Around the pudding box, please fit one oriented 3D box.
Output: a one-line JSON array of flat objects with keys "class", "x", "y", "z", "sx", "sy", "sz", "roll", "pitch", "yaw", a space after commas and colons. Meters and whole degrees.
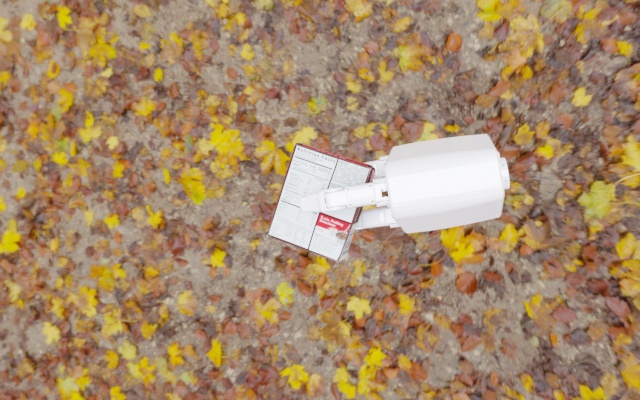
[{"class": "pudding box", "x": 0.000, "y": 0.002, "z": 0.531, "sx": 0.090, "sy": 0.113, "sz": 0.039, "roll": 20, "pitch": 6, "yaw": 12}]
